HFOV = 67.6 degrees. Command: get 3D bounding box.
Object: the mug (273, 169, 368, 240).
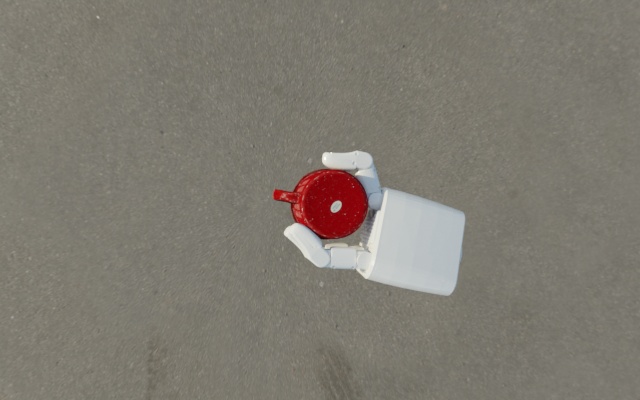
[{"bbox_3d":[-0.001,0.002,0.585,0.117,0.093,0.081,13,-2,-7],"label":"mug"}]
